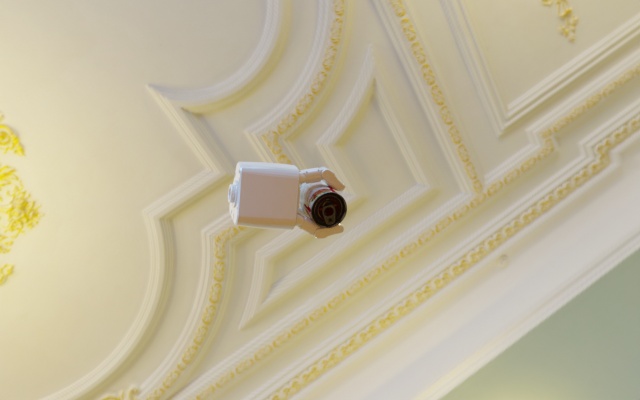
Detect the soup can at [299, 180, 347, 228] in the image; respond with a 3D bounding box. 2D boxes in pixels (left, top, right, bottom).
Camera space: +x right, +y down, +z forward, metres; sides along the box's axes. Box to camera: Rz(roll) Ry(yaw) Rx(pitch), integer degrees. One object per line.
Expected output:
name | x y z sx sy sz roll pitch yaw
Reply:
soup can | 0.001 0.003 0.890 0.068 0.068 0.102 0 17 -19
